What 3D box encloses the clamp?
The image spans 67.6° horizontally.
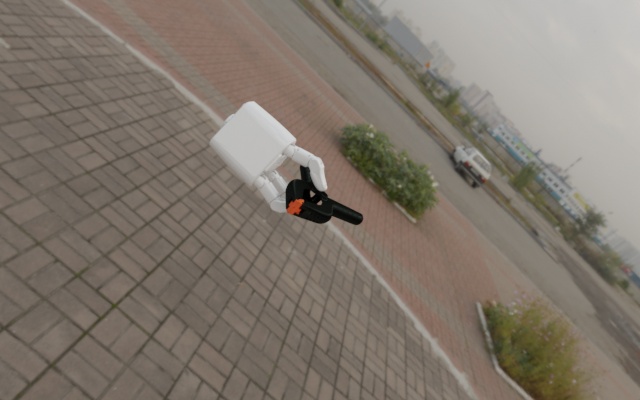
[{"bbox_3d":[0.000,0.002,0.850,0.164,0.036,0.210,43,19,2],"label":"clamp"}]
